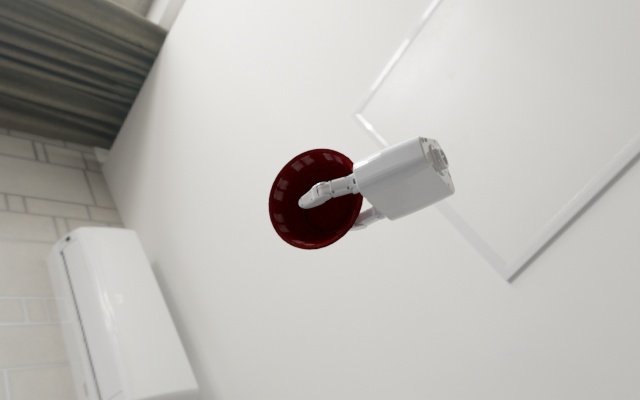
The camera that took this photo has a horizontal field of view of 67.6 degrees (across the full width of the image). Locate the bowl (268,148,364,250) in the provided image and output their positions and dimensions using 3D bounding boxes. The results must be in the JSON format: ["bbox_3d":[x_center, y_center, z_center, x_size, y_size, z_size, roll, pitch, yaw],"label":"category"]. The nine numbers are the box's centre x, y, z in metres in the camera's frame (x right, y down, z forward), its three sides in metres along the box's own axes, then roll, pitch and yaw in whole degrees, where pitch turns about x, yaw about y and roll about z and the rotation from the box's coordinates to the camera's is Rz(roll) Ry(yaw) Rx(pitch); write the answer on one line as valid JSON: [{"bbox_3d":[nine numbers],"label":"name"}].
[{"bbox_3d":[-0.001,0.003,0.750,0.162,0.162,0.055,0,-16,25],"label":"bowl"}]
